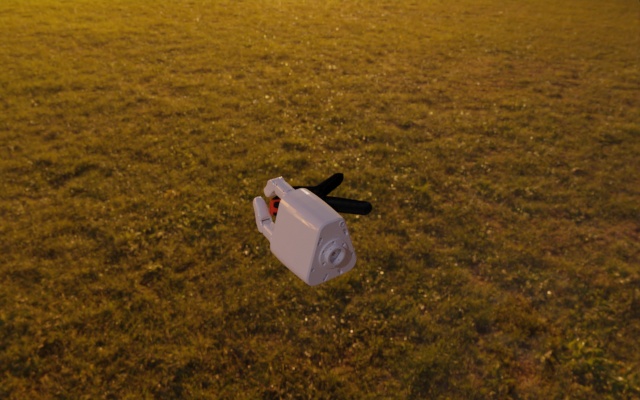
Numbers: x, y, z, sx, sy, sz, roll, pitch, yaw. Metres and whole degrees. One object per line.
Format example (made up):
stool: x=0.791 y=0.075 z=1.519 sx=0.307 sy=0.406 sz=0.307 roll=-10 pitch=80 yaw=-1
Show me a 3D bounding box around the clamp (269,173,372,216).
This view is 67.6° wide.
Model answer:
clamp: x=0.000 y=0.002 z=0.817 sx=0.171 sy=0.039 sz=0.120 roll=-19 pitch=35 yaw=-29
